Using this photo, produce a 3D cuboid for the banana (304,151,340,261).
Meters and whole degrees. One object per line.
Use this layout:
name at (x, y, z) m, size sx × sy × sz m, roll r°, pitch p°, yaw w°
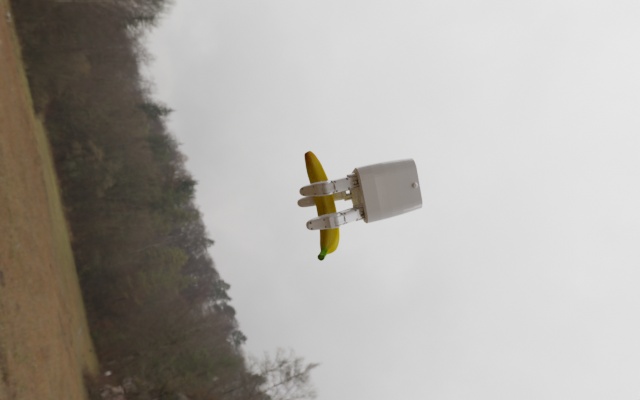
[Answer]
banana at (0.006, 0.010, 0.850) m, size 0.037 × 0.197 × 0.070 m, roll -13°, pitch -16°, yaw 13°
